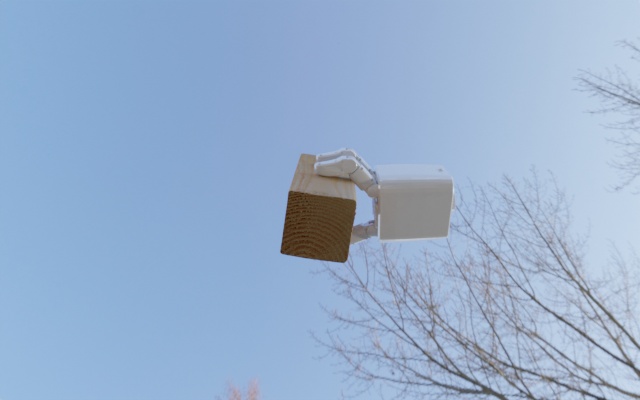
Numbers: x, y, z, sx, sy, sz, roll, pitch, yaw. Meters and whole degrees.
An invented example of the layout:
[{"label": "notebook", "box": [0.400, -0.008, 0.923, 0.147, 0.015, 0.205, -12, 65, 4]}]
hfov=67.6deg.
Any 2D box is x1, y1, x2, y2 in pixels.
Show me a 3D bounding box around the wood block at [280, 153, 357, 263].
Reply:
[{"label": "wood block", "box": [0.000, 0.003, 0.702, 0.090, 0.091, 0.206, 8, 18, 0]}]
